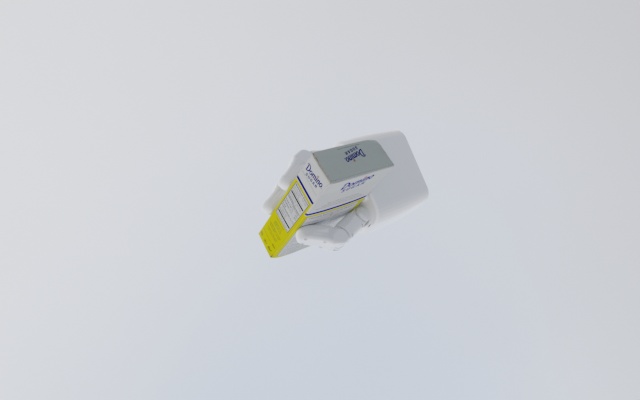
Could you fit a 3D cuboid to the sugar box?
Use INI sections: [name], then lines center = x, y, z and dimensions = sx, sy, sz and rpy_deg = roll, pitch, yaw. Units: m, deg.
[sugar box]
center = 0.000, 0.001, 0.557
dimensions = 0.093, 0.048, 0.176
rpy_deg = -17, -24, -36
